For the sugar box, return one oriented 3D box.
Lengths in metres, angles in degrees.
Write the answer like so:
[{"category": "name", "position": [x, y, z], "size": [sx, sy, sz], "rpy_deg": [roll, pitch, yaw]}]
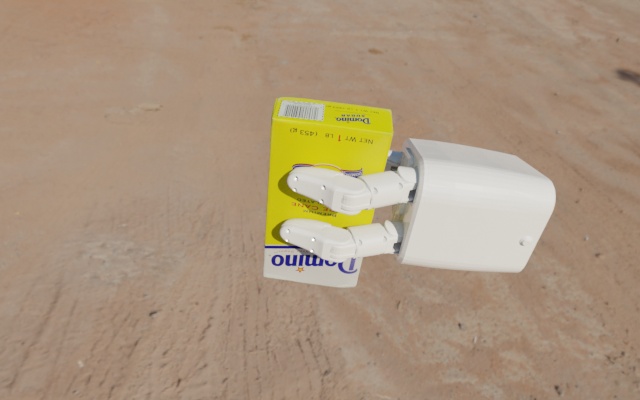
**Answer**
[{"category": "sugar box", "position": [0.000, 0.002, 0.416], "size": [0.093, 0.176, 0.048], "rpy_deg": [7, 37, 0]}]
